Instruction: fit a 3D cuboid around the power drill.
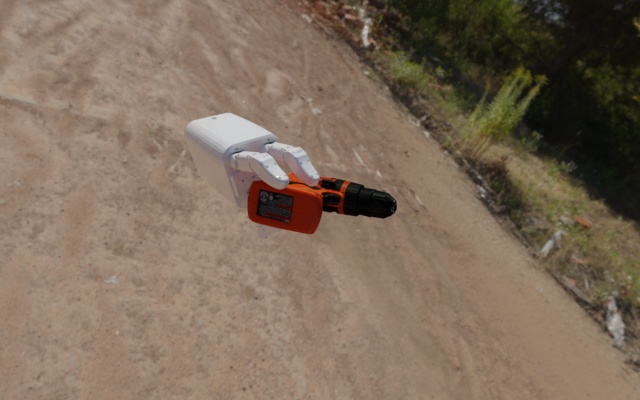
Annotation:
[{"bbox_3d":[0.000,0.002,0.669,0.184,0.057,0.187,10,9,22],"label":"power drill"}]
